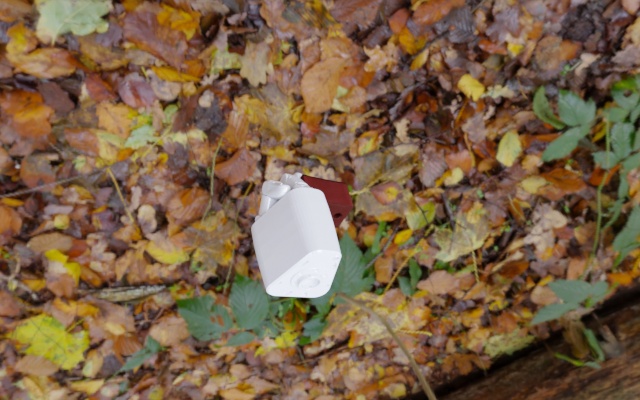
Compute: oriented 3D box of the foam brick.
[{"bbox_3d":[0.000,0.002,0.711,0.078,0.051,0.053,9,-47,-30],"label":"foam brick"}]
